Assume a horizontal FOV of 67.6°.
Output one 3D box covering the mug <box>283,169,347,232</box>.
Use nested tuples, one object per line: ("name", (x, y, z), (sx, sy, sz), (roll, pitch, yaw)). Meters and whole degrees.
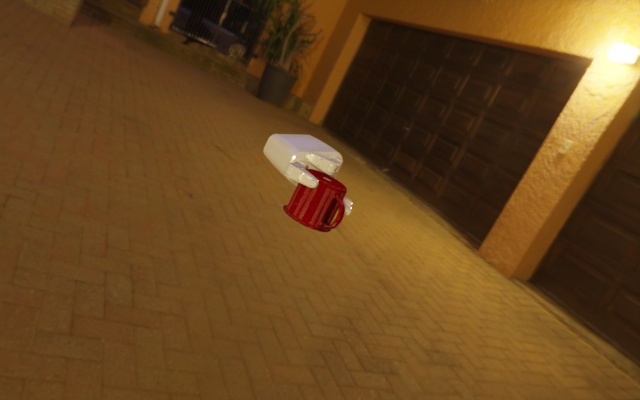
("mug", (0.001, 0.003, 0.822), (0.093, 0.081, 0.117), (15, 18, -41))
